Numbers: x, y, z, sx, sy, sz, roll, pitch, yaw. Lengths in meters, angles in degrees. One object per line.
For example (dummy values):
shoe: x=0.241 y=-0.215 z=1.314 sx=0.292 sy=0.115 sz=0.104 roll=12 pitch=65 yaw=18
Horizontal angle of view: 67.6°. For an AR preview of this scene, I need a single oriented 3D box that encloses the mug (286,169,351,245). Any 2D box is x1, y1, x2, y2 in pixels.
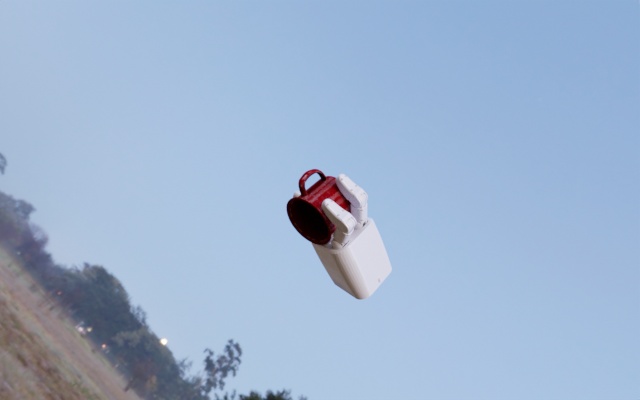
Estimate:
mug: x=0.000 y=0.001 z=0.782 sx=0.093 sy=0.117 sz=0.081 roll=3 pitch=35 yaw=46
